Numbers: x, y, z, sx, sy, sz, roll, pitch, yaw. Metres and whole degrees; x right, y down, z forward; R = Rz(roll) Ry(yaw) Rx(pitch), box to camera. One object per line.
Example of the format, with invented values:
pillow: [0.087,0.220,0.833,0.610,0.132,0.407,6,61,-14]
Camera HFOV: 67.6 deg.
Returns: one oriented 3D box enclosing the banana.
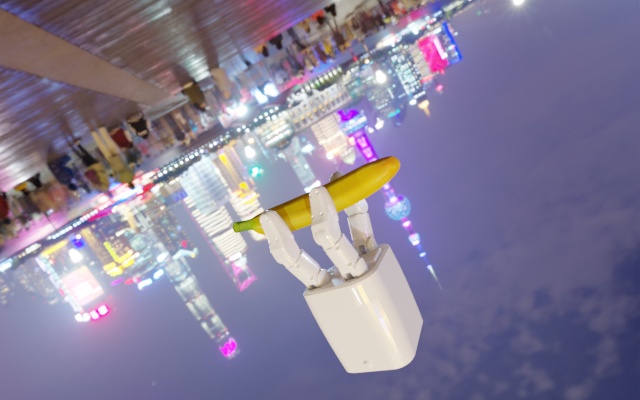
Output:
banana: [0.002,0.002,0.535,0.198,0.037,0.069,-24,-2,15]
